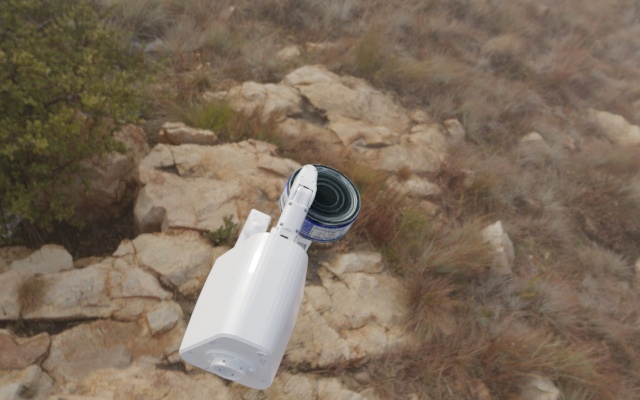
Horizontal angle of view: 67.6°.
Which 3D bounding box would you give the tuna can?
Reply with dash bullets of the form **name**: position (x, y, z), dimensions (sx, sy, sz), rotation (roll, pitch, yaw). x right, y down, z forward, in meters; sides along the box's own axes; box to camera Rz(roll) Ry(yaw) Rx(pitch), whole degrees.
- **tuna can**: position (0.000, 0.001, 0.524), dimensions (0.086, 0.086, 0.034), rotation (0, -36, -25)
